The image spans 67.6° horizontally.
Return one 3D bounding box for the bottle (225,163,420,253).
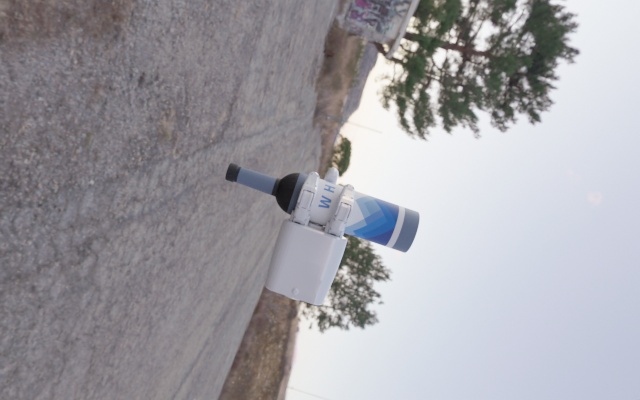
[{"bbox_3d":[0.000,0.002,0.726,0.296,0.069,0.069,19,-1,-2],"label":"bottle"}]
